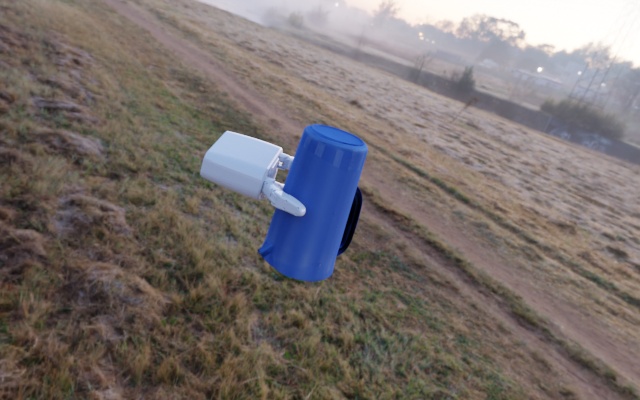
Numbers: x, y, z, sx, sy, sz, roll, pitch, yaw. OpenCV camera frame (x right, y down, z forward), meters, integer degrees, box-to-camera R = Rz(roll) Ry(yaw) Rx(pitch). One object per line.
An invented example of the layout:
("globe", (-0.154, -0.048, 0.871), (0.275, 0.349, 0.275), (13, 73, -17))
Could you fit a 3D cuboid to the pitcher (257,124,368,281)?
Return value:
("pitcher", (0.000, 0.003, 0.808), (0.145, 0.243, 0.149), (20, 20, 5))
